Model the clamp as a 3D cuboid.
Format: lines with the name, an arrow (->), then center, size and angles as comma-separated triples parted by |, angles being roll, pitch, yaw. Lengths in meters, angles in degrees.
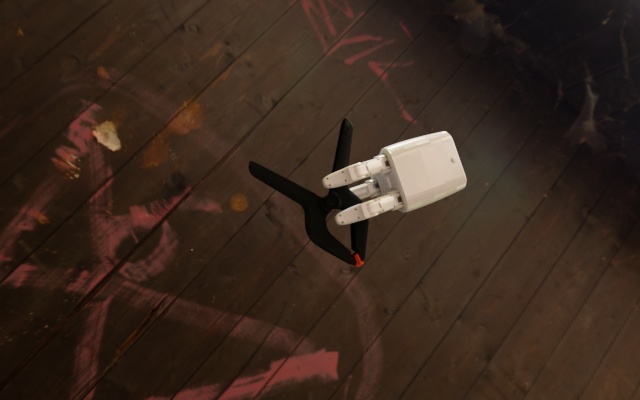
clamp -> 0.000, 0.003, 0.690 | 0.164, 0.210, 0.036 | -19, 0, -10
